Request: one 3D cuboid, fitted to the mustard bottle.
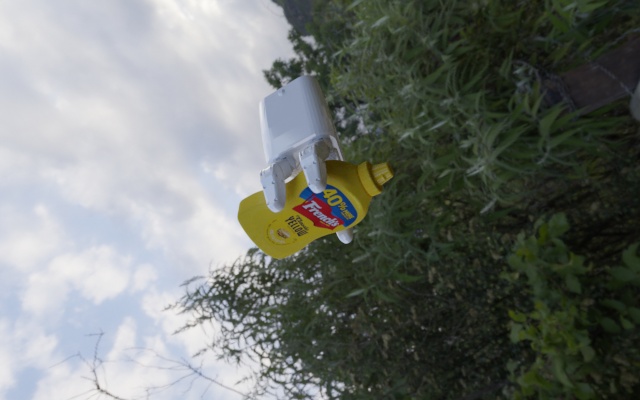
[{"bbox_3d":[0.000,0.002,0.584,0.191,0.096,0.058,-26,34,20],"label":"mustard bottle"}]
